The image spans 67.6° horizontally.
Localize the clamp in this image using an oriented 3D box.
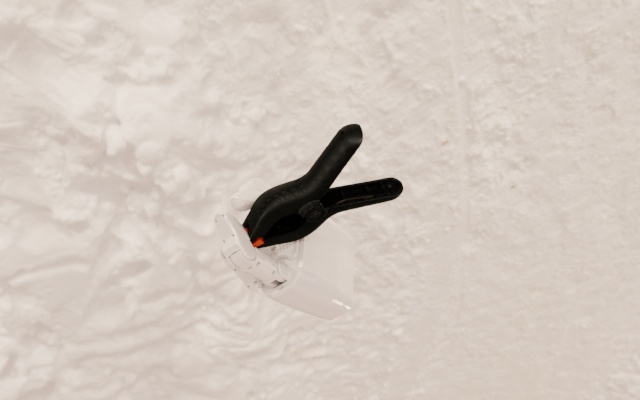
[{"bbox_3d":[0.000,0.002,0.481,0.171,0.039,0.120,-34,-44,22],"label":"clamp"}]
